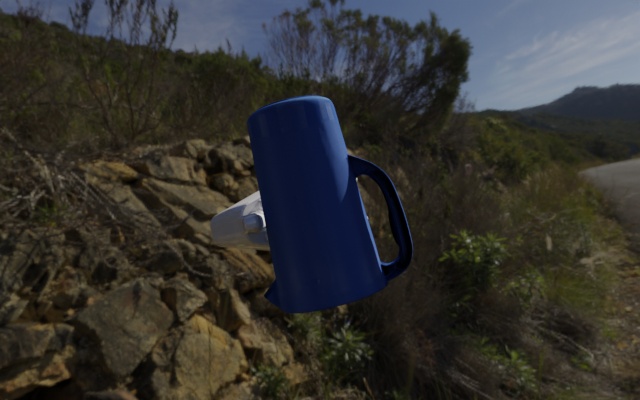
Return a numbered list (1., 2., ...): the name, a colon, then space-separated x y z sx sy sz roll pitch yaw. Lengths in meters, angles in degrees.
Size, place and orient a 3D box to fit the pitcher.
1. pitcher: 0.000 0.002 0.577 0.149 0.243 0.145 -13 -1 -37
